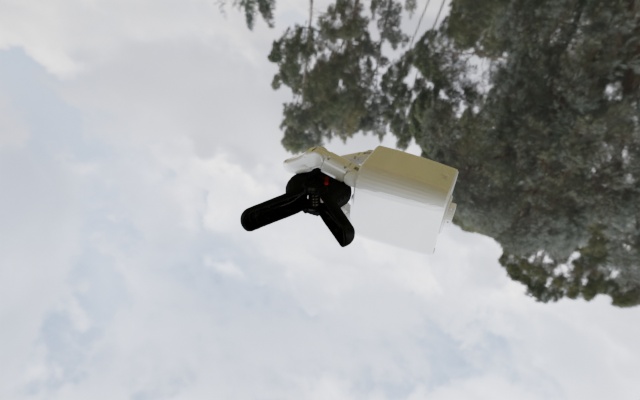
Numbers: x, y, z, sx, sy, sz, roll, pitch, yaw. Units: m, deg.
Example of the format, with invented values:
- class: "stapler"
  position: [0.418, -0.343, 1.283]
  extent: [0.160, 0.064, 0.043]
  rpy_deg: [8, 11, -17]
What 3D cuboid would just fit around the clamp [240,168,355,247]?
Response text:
- class: "clamp"
  position: [0.000, 0.002, 0.545]
  extent: [0.120, 0.039, 0.171]
  rpy_deg: [18, 31, 16]
